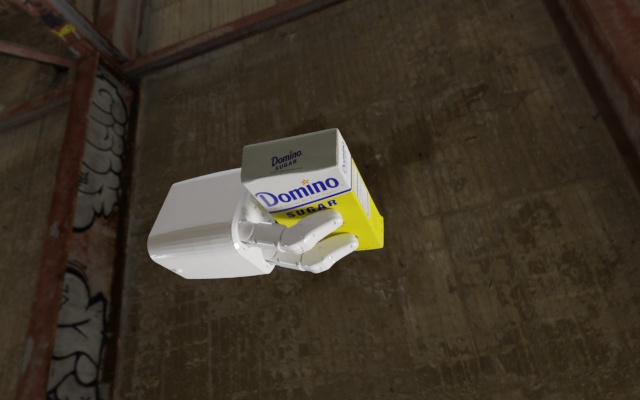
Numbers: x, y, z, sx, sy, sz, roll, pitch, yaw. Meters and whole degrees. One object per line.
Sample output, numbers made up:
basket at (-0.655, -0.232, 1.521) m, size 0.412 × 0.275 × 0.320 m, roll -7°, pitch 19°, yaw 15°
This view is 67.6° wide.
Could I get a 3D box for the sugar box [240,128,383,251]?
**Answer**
sugar box at (0.000, 0.002, 0.481) m, size 0.093 × 0.048 × 0.176 m, roll -9°, pitch -28°, yaw 17°
